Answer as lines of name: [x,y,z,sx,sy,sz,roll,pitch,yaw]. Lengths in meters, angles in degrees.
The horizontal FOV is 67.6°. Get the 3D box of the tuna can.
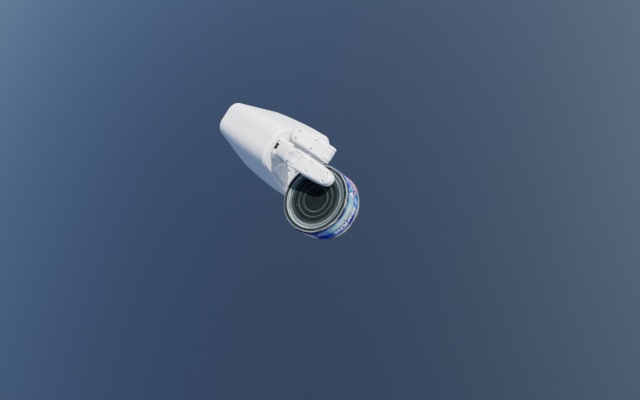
tuna can: [0.000,0.002,0.563,0.086,0.086,0.034,0,-18,27]
